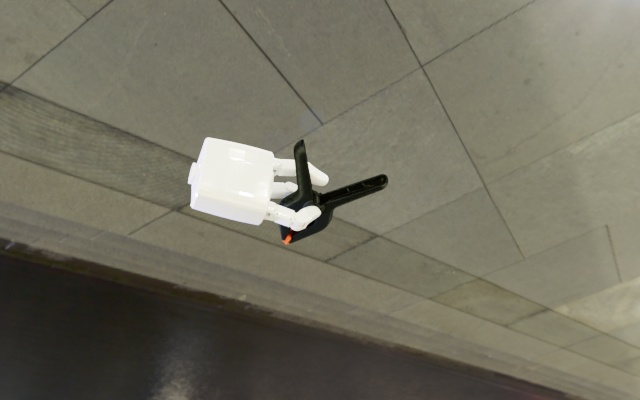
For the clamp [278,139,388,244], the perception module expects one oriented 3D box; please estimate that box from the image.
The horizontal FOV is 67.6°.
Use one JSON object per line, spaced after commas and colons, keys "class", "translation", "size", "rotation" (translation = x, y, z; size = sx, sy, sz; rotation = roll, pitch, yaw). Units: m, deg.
{"class": "clamp", "translation": [0.000, 0.003, 0.781], "size": [0.164, 0.036, 0.210], "rotation": [16, -48, -18]}
